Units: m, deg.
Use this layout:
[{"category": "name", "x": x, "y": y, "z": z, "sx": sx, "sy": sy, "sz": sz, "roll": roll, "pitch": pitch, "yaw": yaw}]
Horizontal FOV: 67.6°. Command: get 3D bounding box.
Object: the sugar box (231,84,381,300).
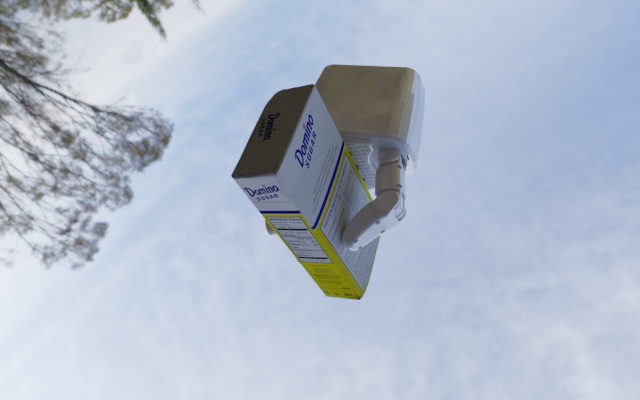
[{"category": "sugar box", "x": 0.000, "y": 0.001, "z": 0.403, "sx": 0.048, "sy": 0.093, "sz": 0.176, "roll": -3, "pitch": -40, "yaw": 30}]
